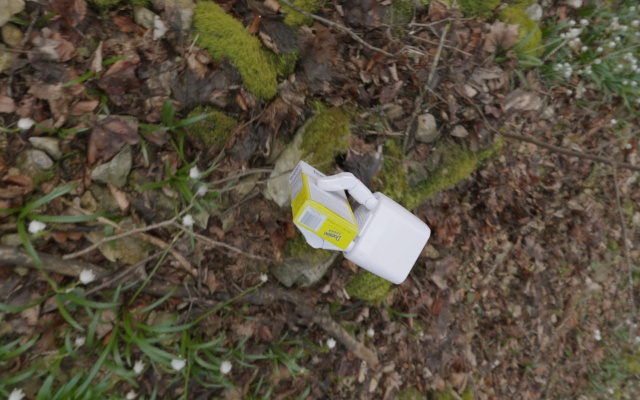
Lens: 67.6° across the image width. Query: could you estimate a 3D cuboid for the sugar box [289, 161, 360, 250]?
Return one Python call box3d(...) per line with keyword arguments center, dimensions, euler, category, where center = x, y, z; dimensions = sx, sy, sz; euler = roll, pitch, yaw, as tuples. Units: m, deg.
box3d(center=(0.000, 0.003, 0.753), dimensions=(0.093, 0.048, 0.176), euler=(32, 14, -17), category="sugar box")
